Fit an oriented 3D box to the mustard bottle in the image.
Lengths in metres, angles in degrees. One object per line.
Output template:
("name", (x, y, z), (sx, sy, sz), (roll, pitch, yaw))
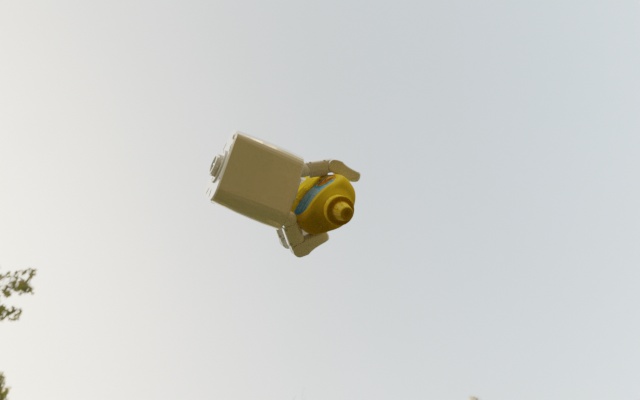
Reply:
("mustard bottle", (0.000, 0.002, 0.699), (0.096, 0.058, 0.191), (-44, 20, -9))
